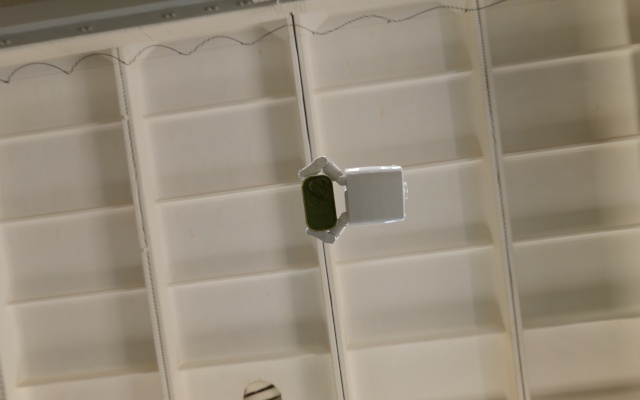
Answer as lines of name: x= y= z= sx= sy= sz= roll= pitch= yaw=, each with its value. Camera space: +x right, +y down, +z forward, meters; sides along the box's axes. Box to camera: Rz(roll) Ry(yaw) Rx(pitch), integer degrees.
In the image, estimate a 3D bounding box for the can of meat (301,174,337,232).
can of meat: x=0.000 y=0.003 z=0.899 sx=0.057 sy=0.102 sz=0.084 roll=-7 pitch=2 yaw=3
